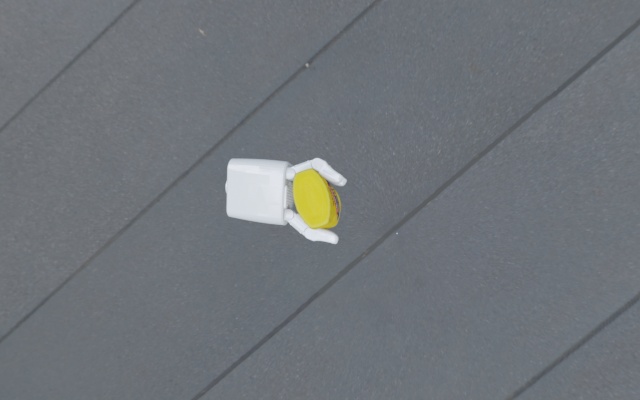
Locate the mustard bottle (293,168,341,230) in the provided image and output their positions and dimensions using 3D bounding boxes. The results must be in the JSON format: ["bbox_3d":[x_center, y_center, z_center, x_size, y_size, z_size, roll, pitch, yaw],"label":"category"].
[{"bbox_3d":[0.000,0.003,0.840,0.058,0.096,0.191,-19,-6,7],"label":"mustard bottle"}]
